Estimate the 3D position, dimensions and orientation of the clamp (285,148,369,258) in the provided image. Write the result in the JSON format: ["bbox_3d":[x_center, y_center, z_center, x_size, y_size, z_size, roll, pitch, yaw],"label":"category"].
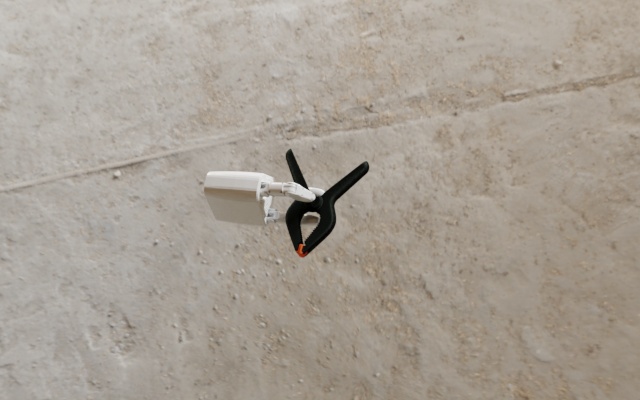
[{"bbox_3d":[0.000,0.003,0.881,0.164,0.210,0.036,4,-20,13],"label":"clamp"}]
